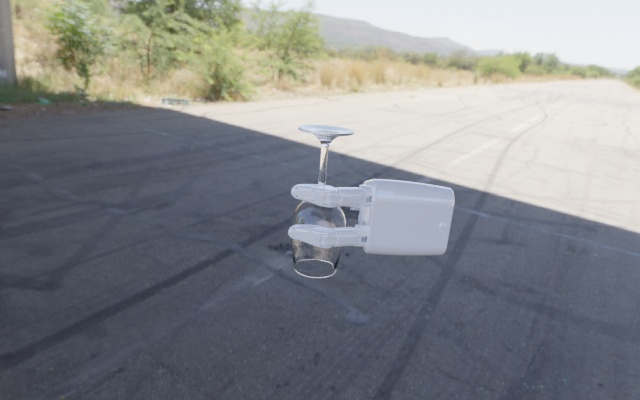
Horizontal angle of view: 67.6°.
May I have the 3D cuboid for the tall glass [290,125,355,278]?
[{"bbox_3d":[0.000,0.001,0.653,0.079,0.201,0.079,5,17,-1],"label":"tall glass"}]
